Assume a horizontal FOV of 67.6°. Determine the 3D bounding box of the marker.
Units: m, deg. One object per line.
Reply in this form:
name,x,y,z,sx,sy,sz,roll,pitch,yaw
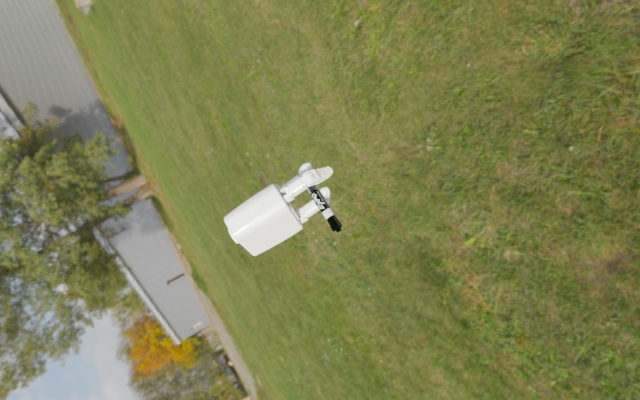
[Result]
marker,0.000,0.003,0.814,0.020,0.121,0.020,-30,-16,-9
